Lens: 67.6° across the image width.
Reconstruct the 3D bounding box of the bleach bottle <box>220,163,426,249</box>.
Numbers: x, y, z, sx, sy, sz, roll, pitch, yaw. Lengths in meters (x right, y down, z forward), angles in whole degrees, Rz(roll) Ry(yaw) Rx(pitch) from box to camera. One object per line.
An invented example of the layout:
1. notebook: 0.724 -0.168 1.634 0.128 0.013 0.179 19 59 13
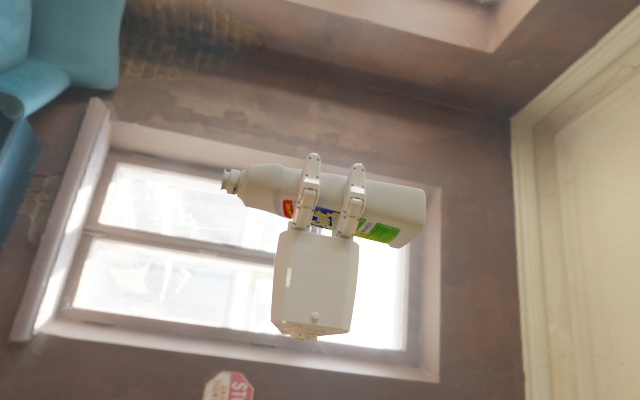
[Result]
1. bleach bottle: 0.000 0.002 0.609 0.251 0.068 0.103 11 -24 -10
